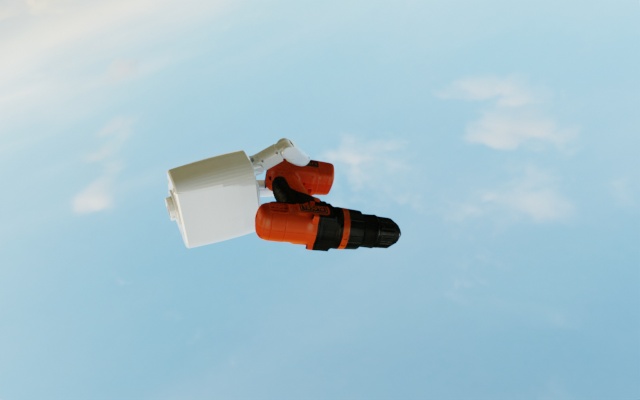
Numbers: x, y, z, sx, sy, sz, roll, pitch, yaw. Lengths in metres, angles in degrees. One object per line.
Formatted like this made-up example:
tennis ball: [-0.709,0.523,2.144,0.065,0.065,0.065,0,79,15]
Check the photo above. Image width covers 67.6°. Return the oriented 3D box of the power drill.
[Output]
power drill: [0.000,0.002,0.647,0.184,0.057,0.187,8,23,-15]
